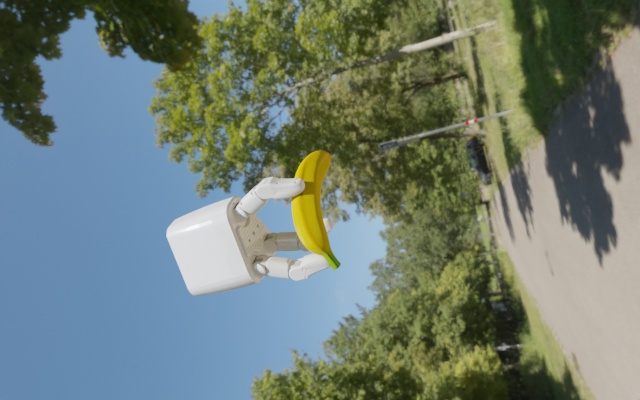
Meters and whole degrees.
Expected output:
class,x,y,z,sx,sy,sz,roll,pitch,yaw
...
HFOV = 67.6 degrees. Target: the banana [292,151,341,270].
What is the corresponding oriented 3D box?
class,x,y,z,sx,sy,sz,roll,pitch,yaw
banana,-0.009,-0.005,0.626,0.037,0.197,0.070,-22,-43,23
